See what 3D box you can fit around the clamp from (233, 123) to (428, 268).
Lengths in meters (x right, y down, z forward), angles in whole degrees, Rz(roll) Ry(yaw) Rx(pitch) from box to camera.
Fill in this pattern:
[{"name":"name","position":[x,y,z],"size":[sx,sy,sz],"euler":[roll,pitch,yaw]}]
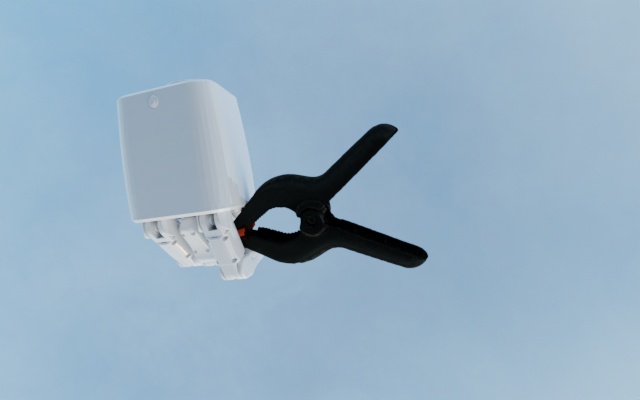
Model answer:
[{"name":"clamp","position":[0.000,0.001,0.404],"size":[0.171,0.120,0.039],"euler":[-4,8,13]}]
